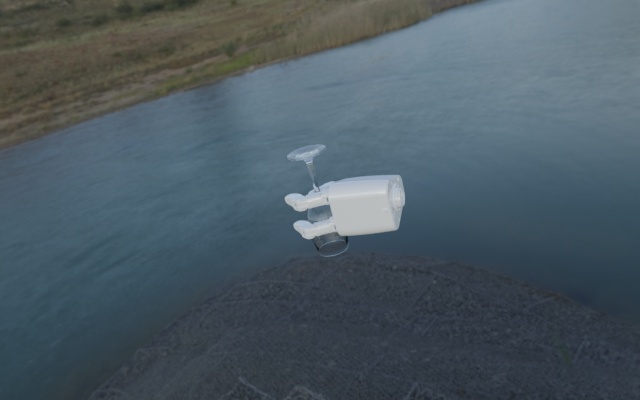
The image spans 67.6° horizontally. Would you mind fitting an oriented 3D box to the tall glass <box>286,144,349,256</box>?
[{"bbox_3d":[0.000,0.002,0.886,0.079,0.201,0.079,-13,21,5],"label":"tall glass"}]
